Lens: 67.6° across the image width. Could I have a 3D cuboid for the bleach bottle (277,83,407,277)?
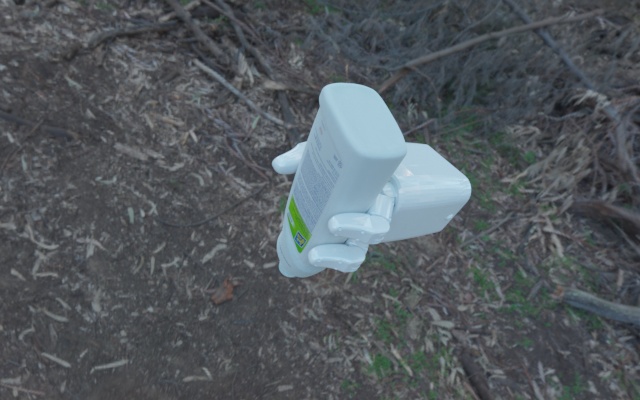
[{"bbox_3d":[0.000,0.002,0.523,0.068,0.102,0.251,-3,-36,-28],"label":"bleach bottle"}]
